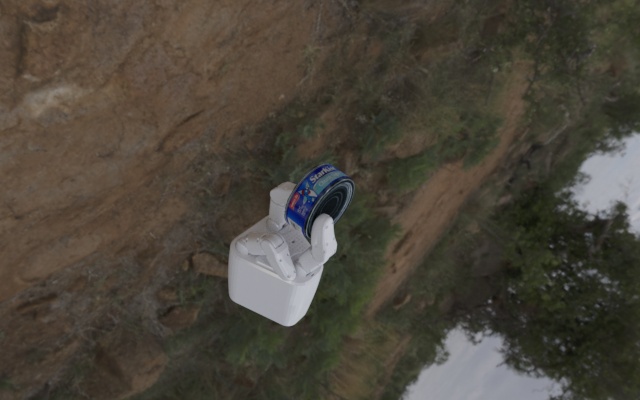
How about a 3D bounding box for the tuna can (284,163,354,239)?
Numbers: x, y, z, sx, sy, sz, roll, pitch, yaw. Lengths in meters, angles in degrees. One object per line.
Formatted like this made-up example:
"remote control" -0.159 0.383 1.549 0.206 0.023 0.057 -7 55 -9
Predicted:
"tuna can" 0.001 0.002 0.548 0.033 0.086 0.086 36 17 24
